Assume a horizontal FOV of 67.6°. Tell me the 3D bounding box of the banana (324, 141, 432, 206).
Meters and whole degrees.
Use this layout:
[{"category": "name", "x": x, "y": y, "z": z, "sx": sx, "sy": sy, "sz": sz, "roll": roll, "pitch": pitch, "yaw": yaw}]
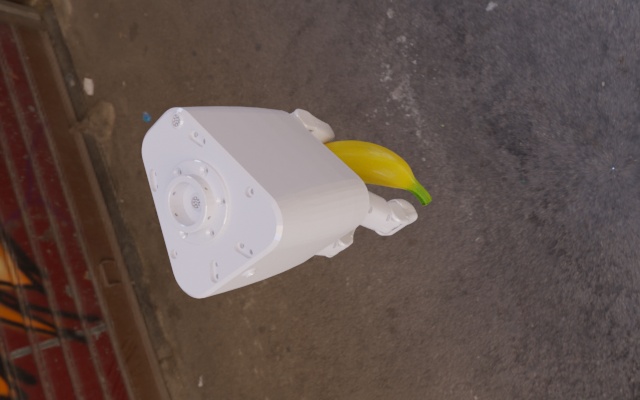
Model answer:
[{"category": "banana", "x": 0.000, "y": -0.017, "z": 0.448, "sx": 0.198, "sy": 0.069, "sz": 0.037, "roll": -7, "pitch": 6, "yaw": 29}]
